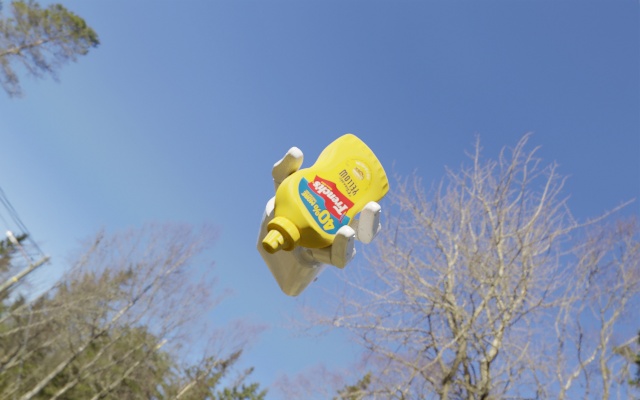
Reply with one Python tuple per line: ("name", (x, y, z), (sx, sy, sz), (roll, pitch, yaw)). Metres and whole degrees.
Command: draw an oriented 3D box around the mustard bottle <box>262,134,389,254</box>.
("mustard bottle", (0.000, 0.002, 0.579), (0.191, 0.096, 0.058), (-41, 11, -36))
